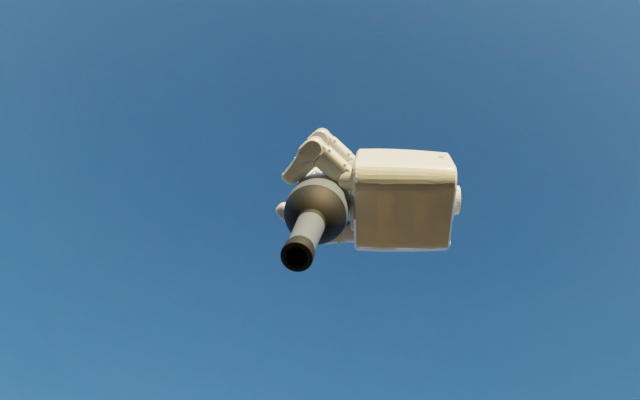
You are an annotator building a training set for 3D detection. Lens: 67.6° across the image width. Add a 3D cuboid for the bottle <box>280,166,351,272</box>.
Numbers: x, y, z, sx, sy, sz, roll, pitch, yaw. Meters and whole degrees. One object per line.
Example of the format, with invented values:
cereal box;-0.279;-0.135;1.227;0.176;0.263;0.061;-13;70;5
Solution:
bottle;0.000;0.002;0.528;0.069;0.069;0.295;0;18;8
